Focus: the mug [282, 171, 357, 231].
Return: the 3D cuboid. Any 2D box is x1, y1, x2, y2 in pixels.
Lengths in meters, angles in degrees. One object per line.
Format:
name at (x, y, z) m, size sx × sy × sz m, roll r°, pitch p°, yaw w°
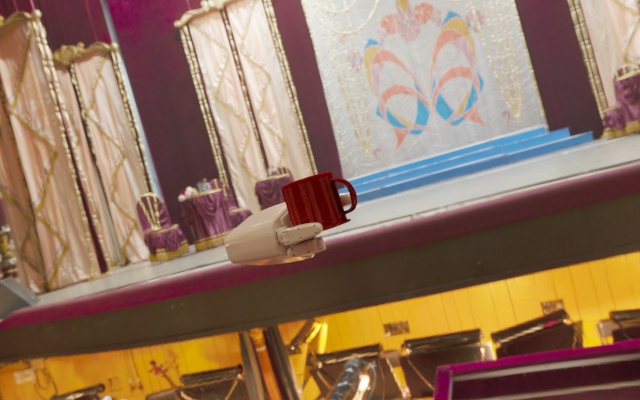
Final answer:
mug at (0.001, 0.002, 0.718) m, size 0.117 × 0.081 × 0.093 m, roll -17°, pitch 0°, yaw 31°
